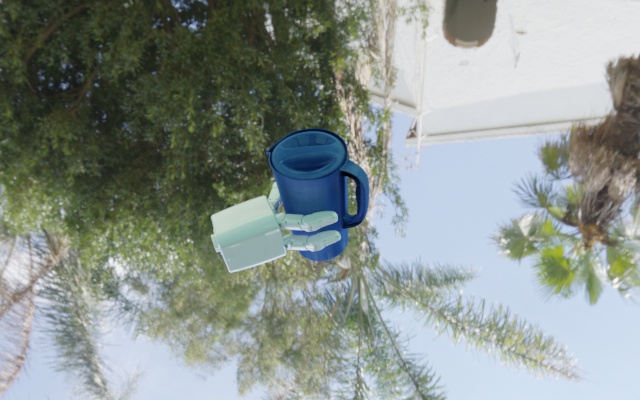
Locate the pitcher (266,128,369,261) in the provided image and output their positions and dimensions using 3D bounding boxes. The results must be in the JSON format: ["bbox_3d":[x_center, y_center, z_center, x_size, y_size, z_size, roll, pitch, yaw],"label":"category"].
[{"bbox_3d":[0.000,0.003,0.872,0.145,0.243,0.149,-19,46,-9],"label":"pitcher"}]
